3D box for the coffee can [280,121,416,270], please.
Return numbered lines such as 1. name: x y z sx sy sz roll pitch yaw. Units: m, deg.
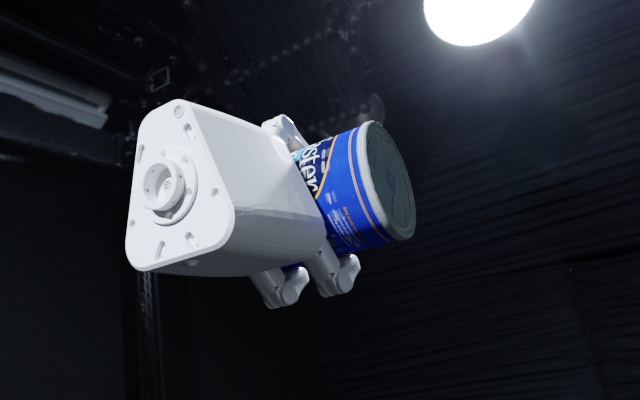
1. coffee can: 0.000 0.001 0.426 0.140 0.103 0.103 -18 -8 26
